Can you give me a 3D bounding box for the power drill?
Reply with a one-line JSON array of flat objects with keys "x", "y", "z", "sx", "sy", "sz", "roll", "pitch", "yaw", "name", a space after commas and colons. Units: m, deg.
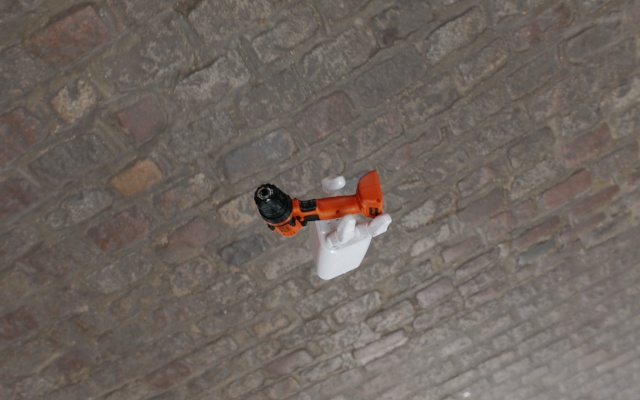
[{"x": 0.001, "y": 0.002, "z": 0.741, "sx": 0.187, "sy": 0.057, "sz": 0.184, "roll": -10, "pitch": -16, "yaw": 4, "name": "power drill"}]
